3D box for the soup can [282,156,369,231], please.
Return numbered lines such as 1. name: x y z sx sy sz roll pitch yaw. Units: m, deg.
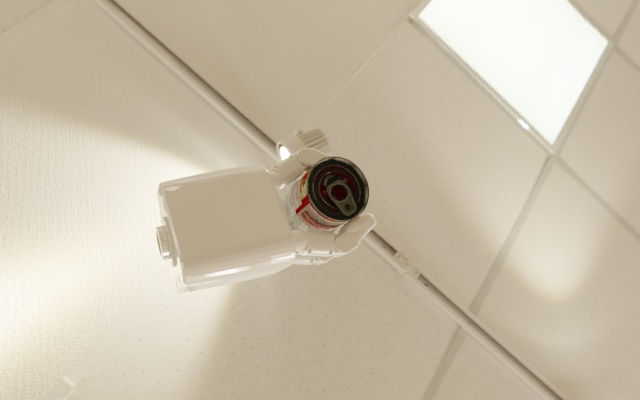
1. soup can: 0.000 0.002 0.519 0.068 0.068 0.102 0 -16 -22
